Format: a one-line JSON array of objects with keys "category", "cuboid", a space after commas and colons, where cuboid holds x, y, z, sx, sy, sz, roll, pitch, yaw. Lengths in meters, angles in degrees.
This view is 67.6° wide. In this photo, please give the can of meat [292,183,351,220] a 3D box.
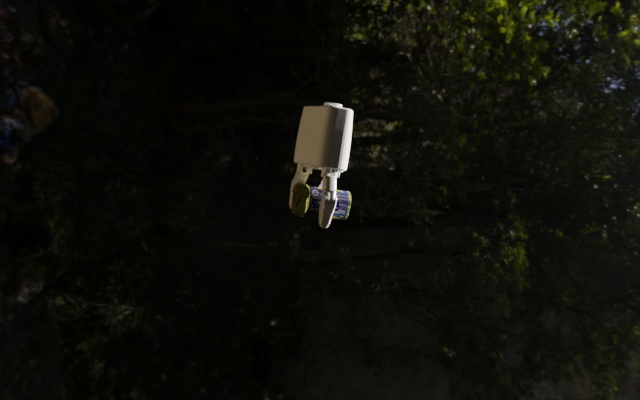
[{"category": "can of meat", "cuboid": [0.000, 0.003, 0.870, 0.084, 0.057, 0.102, 7, 1, -16]}]
